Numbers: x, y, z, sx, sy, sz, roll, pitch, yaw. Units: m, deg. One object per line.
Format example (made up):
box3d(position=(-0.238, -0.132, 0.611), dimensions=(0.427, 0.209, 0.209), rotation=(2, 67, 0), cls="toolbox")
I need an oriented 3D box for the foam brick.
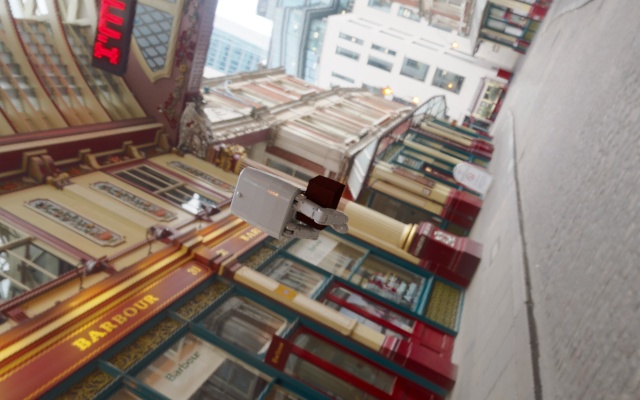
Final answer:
box3d(position=(0.000, 0.002, 0.819), dimensions=(0.051, 0.078, 0.053), rotation=(25, 20, 14), cls="foam brick")
